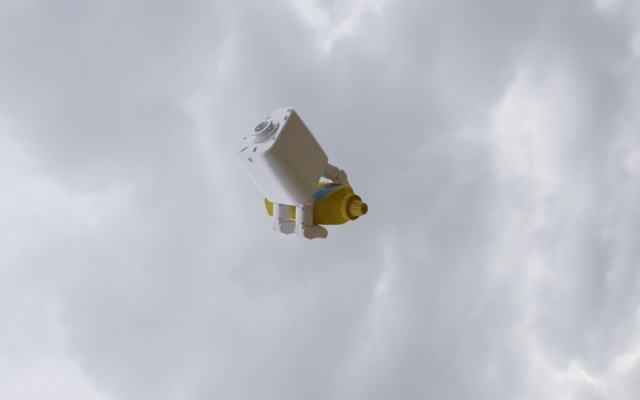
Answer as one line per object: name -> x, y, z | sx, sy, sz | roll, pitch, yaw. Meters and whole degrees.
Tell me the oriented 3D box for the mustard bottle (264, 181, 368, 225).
mustard bottle -> 0.000, 0.003, 0.785 | 0.191, 0.058, 0.096 | 8, 28, 46
